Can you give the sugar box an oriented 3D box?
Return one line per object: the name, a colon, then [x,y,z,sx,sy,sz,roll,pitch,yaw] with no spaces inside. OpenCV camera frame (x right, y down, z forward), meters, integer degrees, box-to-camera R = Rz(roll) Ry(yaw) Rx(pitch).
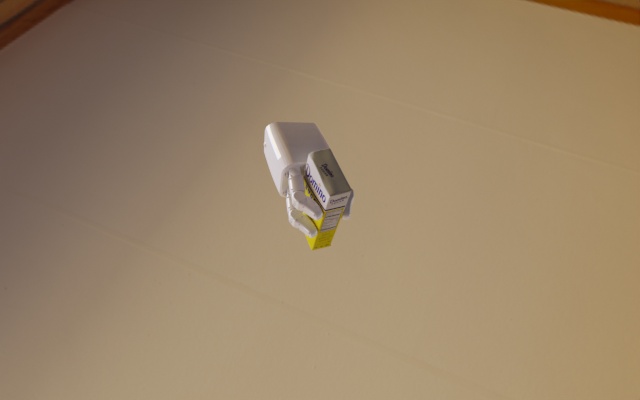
sugar box: [0.000,0.003,0.824,0.048,0.093,0.176,-15,-31,-18]
